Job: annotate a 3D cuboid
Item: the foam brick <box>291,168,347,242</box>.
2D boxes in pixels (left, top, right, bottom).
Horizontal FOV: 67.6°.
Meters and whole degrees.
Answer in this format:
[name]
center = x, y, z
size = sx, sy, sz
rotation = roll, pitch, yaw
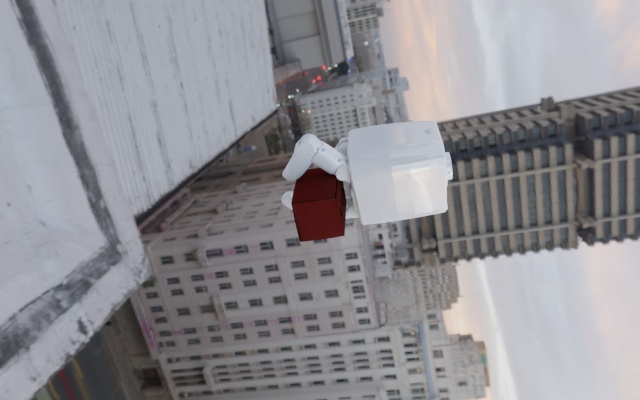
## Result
[foam brick]
center = 0.000, 0.002, 0.548
size = 0.051, 0.053, 0.078
rotation = -6, 32, 9
